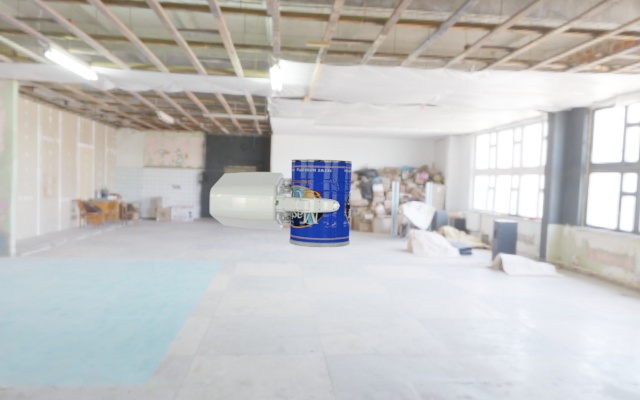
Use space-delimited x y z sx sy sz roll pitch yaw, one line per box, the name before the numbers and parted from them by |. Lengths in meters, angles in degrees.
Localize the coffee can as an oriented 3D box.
coffee can | 0.000 0.003 0.806 0.103 0.140 0.103 2 3 0
